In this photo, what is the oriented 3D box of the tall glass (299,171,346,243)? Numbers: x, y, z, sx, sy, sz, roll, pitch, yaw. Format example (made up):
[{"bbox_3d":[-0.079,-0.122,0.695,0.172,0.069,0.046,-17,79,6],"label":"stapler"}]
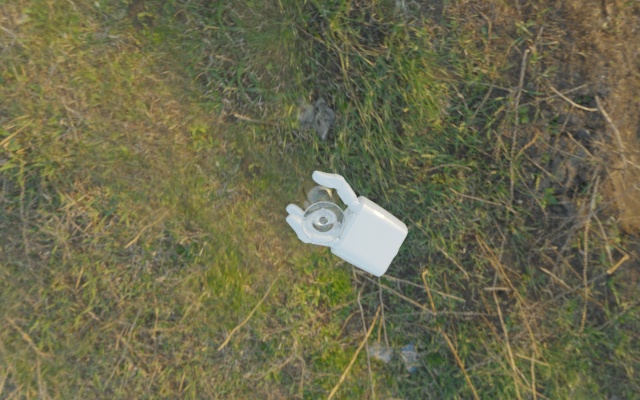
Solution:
[{"bbox_3d":[0.000,0.003,0.880,0.079,0.079,0.201,0,20,-4],"label":"tall glass"}]
